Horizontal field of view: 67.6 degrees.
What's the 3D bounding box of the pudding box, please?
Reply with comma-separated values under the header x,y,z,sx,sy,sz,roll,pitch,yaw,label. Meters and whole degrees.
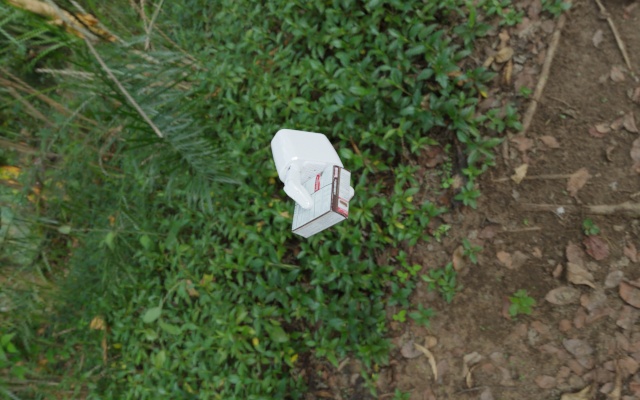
x,y,z,sx,sy,sz,roll,pitch,yaw,label
0.000,0.002,0.794,0.039,0.090,0.113,22,-33,-29,pudding box
